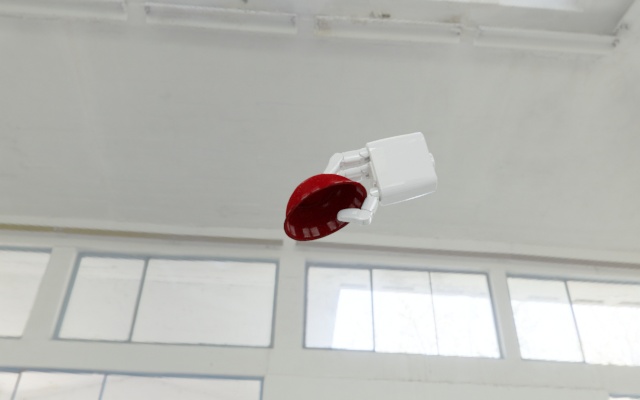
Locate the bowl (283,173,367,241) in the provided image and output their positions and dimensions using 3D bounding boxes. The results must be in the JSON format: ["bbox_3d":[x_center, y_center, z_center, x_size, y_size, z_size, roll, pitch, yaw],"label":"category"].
[{"bbox_3d":[-0.001,0.003,0.849,0.162,0.055,0.162,-21,-32,-14],"label":"bowl"}]
